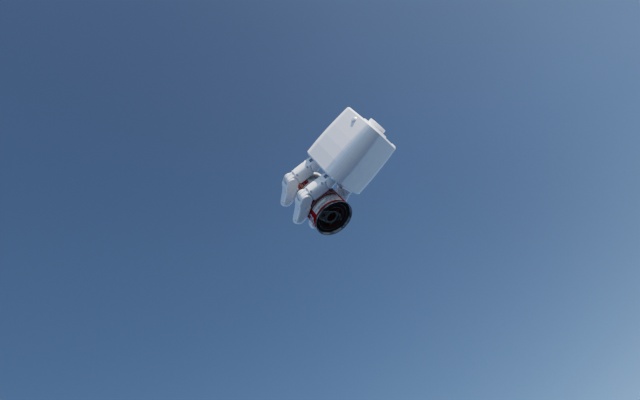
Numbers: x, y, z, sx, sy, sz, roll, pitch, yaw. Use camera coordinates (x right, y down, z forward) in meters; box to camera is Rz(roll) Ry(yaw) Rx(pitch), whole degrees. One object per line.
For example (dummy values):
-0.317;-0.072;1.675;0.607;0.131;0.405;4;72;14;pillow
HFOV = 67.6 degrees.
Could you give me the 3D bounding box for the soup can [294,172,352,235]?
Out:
0.000;0.003;0.824;0.068;0.068;0.102;0;33;-33;soup can
